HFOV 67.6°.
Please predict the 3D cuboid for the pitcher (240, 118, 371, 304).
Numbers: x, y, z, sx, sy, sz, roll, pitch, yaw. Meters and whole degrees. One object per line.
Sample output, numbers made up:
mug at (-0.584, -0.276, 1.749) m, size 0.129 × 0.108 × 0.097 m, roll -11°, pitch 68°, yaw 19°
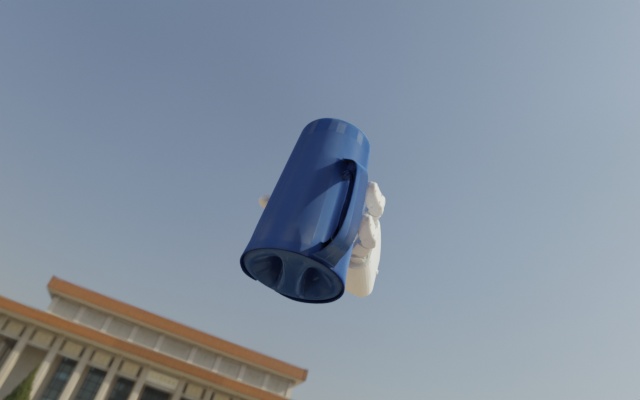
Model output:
pitcher at (0.000, 0.002, 0.639) m, size 0.149 × 0.242 × 0.145 m, roll 6°, pitch -36°, yaw 17°
